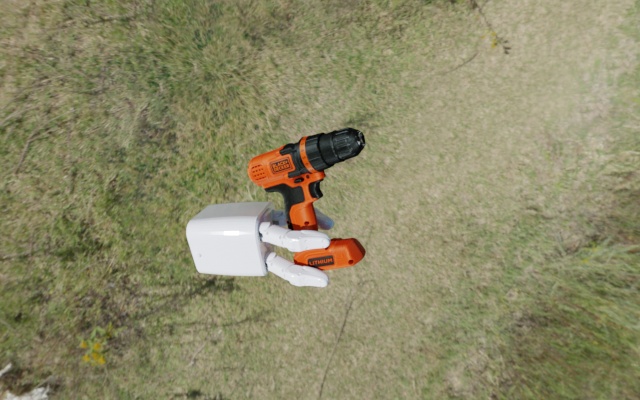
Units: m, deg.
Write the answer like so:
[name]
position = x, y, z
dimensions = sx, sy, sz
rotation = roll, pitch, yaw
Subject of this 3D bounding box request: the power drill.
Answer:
[power drill]
position = 0.000, 0.003, 0.672
dimensions = 0.184, 0.187, 0.057
rotation = -14, 9, 32
